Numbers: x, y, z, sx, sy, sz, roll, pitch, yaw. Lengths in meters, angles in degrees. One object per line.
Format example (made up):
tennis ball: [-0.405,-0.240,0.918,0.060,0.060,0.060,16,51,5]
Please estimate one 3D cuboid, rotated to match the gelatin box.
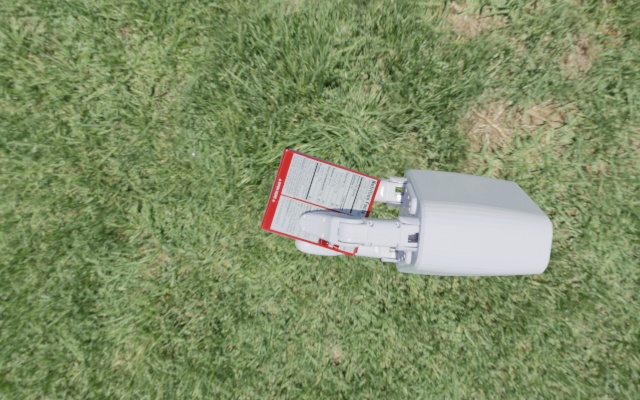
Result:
gelatin box: [0.000,0.001,0.422,0.089,0.073,0.030,17,7,-6]
